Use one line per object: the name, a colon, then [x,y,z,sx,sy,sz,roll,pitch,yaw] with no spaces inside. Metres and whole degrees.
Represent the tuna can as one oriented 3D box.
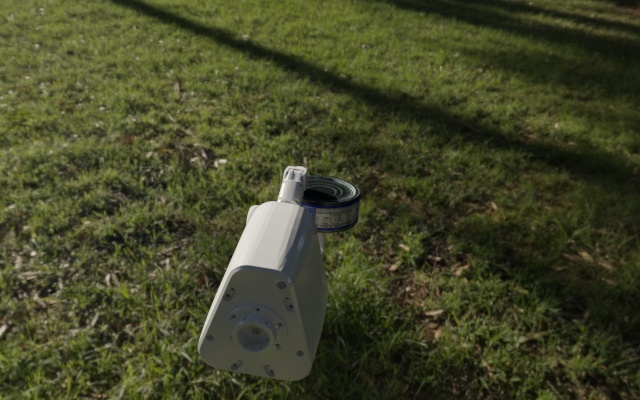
tuna can: [0.000,0.001,0.518,0.086,0.034,0.086,4,22,-2]
